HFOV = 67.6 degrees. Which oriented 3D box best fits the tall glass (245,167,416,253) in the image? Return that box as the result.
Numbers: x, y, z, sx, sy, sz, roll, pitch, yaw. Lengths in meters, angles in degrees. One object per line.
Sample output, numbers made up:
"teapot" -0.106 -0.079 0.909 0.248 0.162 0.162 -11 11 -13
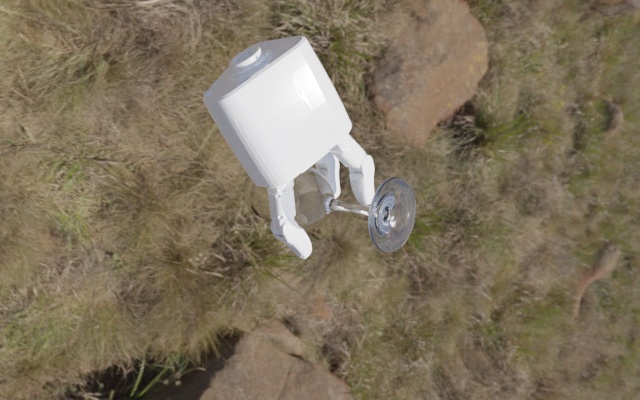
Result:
"tall glass" 0.001 0.002 0.527 0.201 0.079 0.079 10 7 44
